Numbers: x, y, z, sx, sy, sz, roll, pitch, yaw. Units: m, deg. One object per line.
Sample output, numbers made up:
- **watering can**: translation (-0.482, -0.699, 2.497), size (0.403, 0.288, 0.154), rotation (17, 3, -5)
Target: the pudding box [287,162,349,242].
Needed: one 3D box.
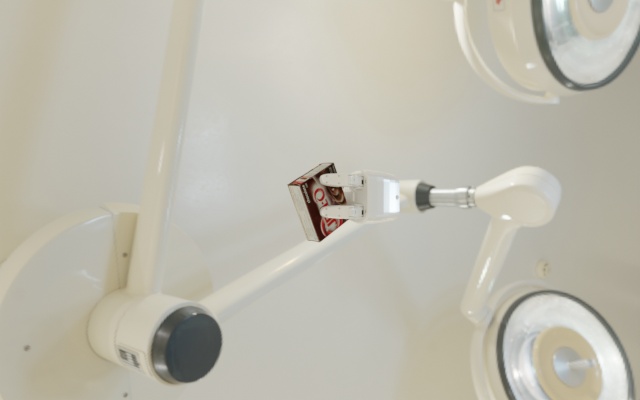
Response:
- **pudding box**: translation (0.000, 0.003, 0.829), size (0.039, 0.113, 0.090), rotation (-1, 27, 46)
